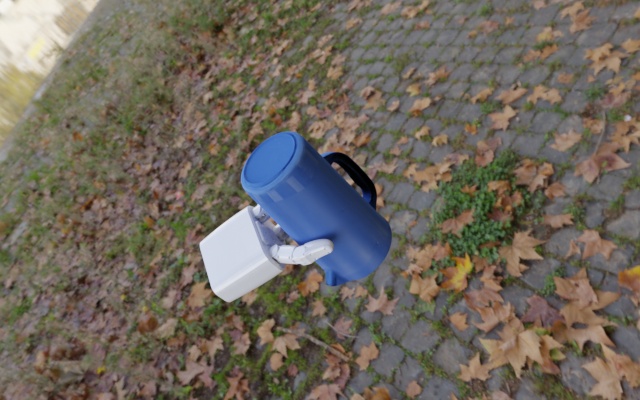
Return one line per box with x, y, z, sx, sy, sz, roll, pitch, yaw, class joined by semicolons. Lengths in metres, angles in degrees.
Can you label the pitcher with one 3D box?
0.000;0.003;0.722;0.145;0.149;0.243;-33;-50;13;pitcher
